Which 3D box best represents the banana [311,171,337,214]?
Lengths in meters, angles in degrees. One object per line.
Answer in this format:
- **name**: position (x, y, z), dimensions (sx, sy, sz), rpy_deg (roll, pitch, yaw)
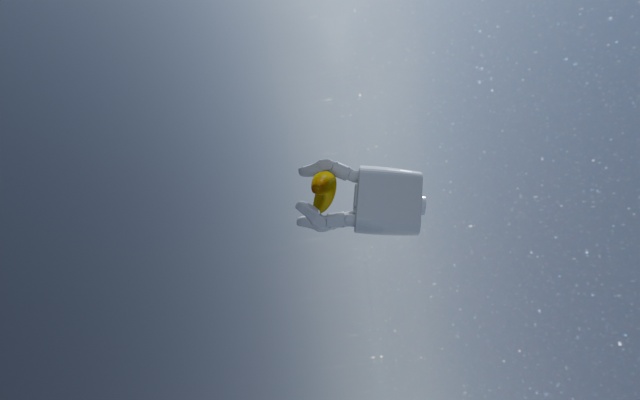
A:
- **banana**: position (0.005, -0.013, 0.815), dimensions (0.037, 0.069, 0.198), rpy_deg (16, -18, 4)
